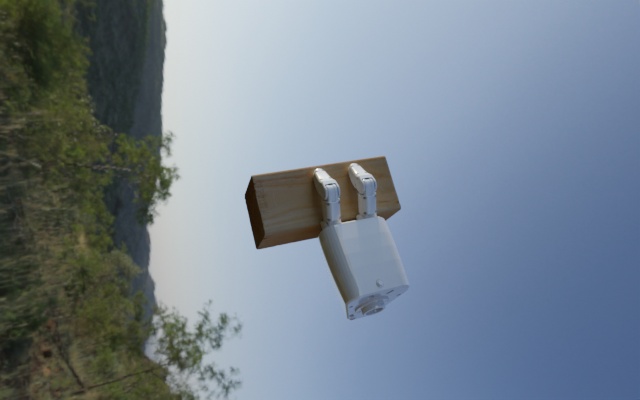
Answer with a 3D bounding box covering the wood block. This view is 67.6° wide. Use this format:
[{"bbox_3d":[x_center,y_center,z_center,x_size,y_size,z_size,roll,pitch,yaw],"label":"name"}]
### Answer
[{"bbox_3d":[0.000,0.003,0.715,0.206,0.090,0.091,-10,-16,-19],"label":"wood block"}]
